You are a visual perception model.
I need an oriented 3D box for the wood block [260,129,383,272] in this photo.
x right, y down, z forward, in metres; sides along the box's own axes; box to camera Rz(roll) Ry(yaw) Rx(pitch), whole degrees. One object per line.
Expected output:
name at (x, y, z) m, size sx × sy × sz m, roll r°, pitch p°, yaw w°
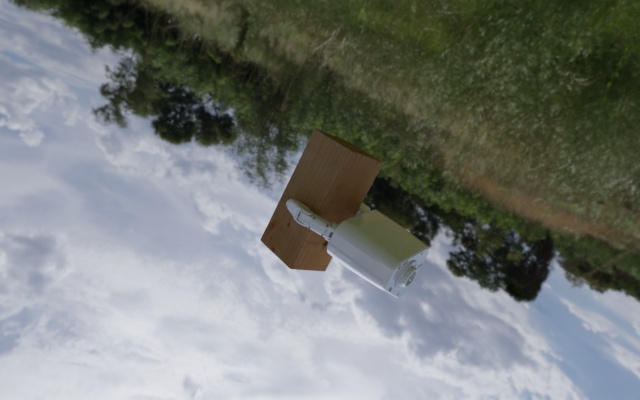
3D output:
wood block at (0.000, 0.003, 0.772) m, size 0.091 × 0.206 × 0.090 m, roll 13°, pitch 18°, yaw -48°
